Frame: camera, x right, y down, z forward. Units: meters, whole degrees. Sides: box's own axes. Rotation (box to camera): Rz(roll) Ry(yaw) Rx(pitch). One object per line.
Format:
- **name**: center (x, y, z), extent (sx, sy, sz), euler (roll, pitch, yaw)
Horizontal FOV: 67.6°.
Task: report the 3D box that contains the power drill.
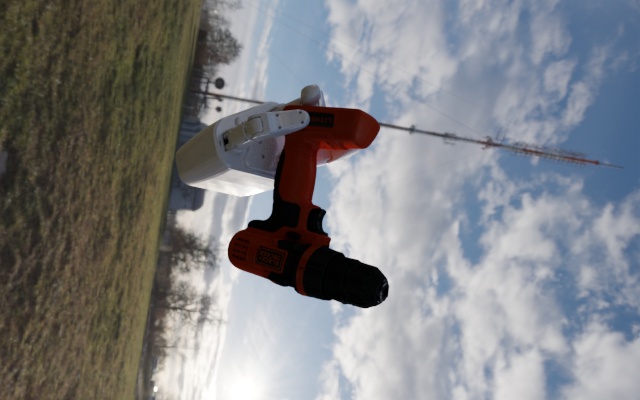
- **power drill**: center (0.000, 0.001, 0.481), extent (0.184, 0.187, 0.057), euler (12, -8, 31)
